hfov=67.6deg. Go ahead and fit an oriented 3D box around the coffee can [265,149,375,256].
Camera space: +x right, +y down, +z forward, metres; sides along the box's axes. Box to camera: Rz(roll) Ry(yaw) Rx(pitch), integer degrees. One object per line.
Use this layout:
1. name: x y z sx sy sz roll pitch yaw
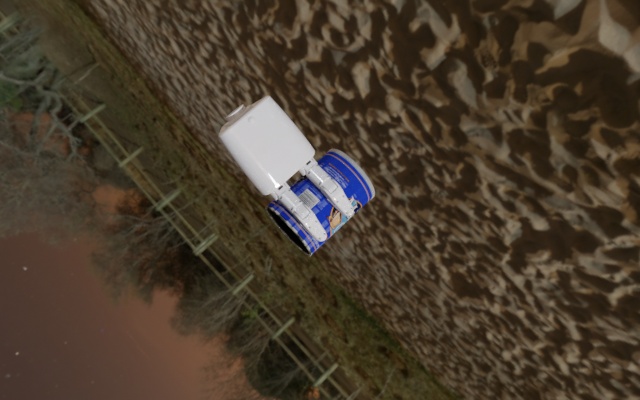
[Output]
1. coffee can: 0.000 0.002 0.746 0.140 0.103 0.103 -42 11 -13
